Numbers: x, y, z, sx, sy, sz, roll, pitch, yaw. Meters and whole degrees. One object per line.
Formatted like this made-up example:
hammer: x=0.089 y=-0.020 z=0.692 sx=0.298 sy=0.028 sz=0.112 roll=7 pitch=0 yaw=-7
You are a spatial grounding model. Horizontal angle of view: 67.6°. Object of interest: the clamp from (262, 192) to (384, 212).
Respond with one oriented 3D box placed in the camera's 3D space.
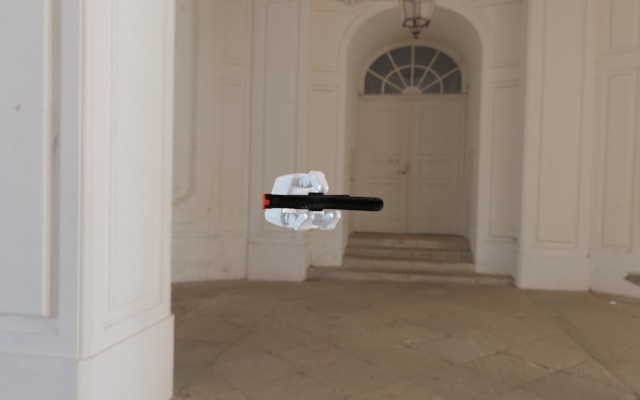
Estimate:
clamp: x=0.000 y=0.002 z=0.877 sx=0.210 sy=0.036 sz=0.164 roll=1 pitch=1 yaw=-26
